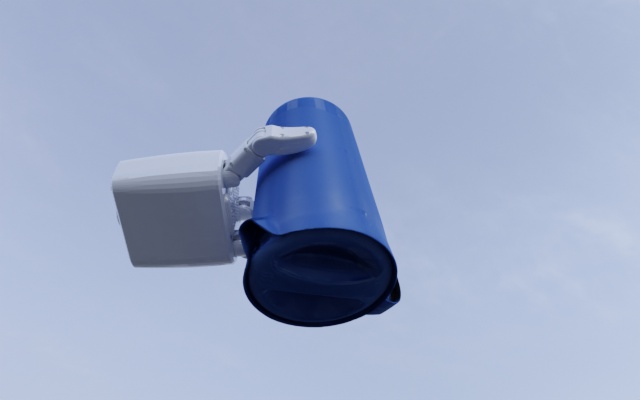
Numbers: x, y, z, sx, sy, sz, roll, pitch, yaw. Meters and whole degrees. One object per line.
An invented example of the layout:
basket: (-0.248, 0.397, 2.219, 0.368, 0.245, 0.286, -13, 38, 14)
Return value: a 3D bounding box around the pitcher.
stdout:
pitcher: (0.000, 0.002, 0.500, 0.145, 0.149, 0.242, -5, 41, 0)
